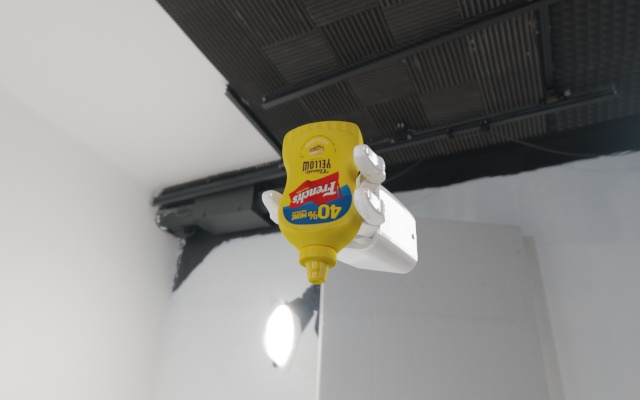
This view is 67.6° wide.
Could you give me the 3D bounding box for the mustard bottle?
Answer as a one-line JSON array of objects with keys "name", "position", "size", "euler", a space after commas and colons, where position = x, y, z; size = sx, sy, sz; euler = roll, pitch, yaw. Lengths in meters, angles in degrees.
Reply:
[{"name": "mustard bottle", "position": [0.000, 0.001, 0.544], "size": [0.096, 0.191, 0.058], "euler": [-5, -30, 13]}]
